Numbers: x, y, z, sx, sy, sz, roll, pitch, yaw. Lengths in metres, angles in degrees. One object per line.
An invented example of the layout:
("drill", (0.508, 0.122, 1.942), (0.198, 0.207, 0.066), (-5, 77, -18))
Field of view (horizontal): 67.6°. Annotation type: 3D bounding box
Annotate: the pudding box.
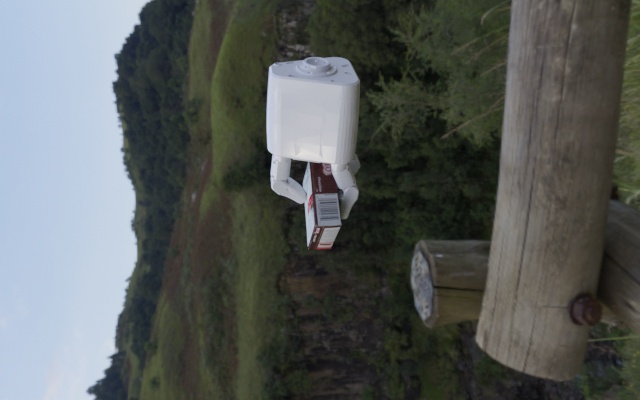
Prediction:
("pudding box", (0.000, 0.002, 0.673), (0.039, 0.113, 0.090), (0, -26, -8))
